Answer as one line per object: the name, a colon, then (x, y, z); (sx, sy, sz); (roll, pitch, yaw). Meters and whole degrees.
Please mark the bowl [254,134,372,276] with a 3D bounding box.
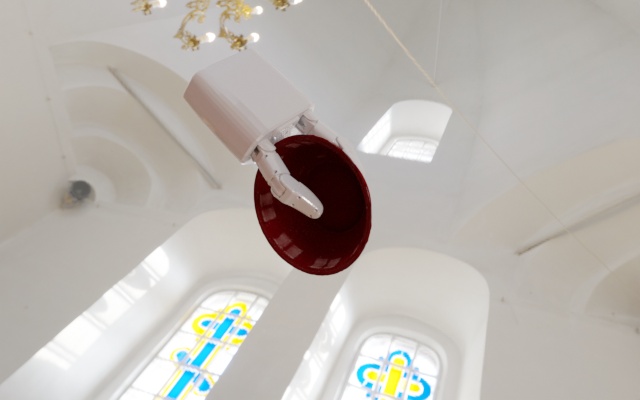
bowl: (0.001, 0.003, 0.552); (0.162, 0.162, 0.055); (0, 12, 36)
